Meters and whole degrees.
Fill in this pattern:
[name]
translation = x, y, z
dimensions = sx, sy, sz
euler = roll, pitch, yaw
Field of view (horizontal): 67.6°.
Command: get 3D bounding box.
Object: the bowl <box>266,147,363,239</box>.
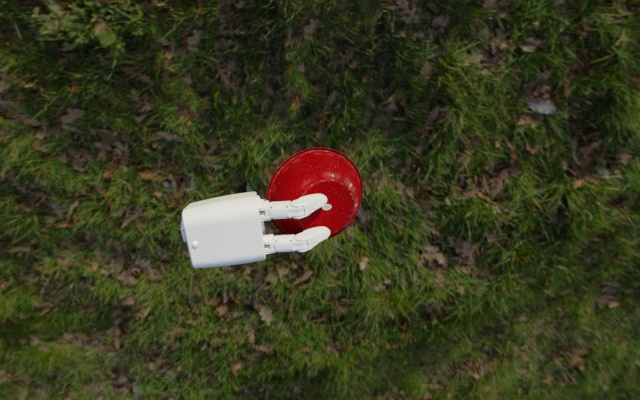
[bowl]
translation = 0.001, 0.002, 0.739
dimensions = 0.162, 0.162, 0.055
euler = 0, 22, -19
